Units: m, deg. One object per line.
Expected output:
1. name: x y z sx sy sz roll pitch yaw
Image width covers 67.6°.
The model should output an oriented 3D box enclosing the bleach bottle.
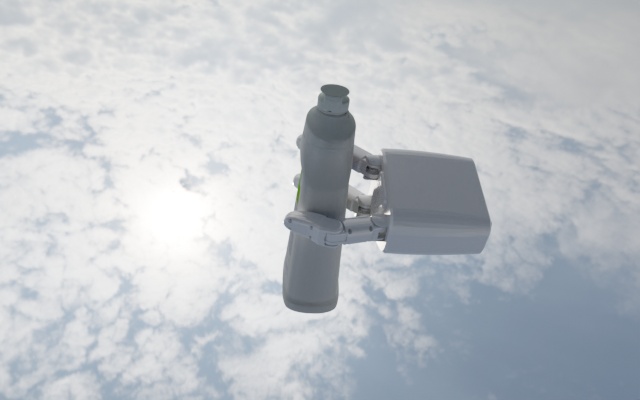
1. bleach bottle: 0.000 0.002 0.515 0.068 0.251 0.102 3 37 -6
